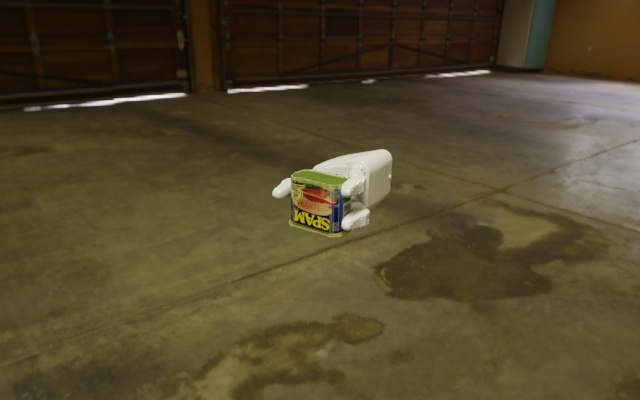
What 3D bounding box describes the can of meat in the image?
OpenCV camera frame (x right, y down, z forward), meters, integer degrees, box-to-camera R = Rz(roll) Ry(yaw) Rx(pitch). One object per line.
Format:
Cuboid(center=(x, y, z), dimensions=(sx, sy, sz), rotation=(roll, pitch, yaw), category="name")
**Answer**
Cuboid(center=(0.000, 0.002, 0.752), dimensions=(0.102, 0.084, 0.057), rotation=(15, 24, 33), category="can of meat")
